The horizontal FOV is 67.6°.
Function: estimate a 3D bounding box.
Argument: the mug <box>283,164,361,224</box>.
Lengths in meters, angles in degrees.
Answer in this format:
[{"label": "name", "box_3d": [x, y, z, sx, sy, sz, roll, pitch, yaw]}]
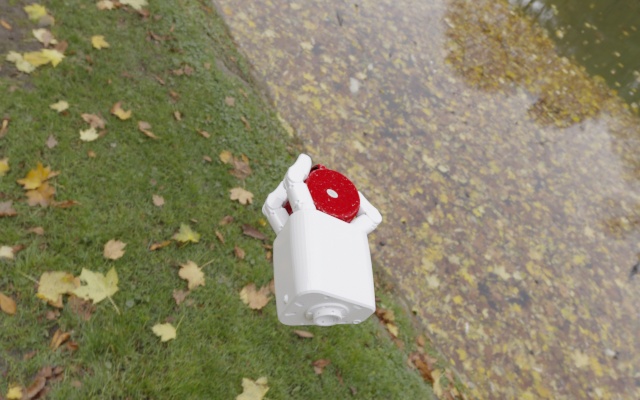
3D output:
[{"label": "mug", "box_3d": [0.000, 0.001, 0.645, 0.093, 0.117, 0.081, 11, -39, -22]}]
